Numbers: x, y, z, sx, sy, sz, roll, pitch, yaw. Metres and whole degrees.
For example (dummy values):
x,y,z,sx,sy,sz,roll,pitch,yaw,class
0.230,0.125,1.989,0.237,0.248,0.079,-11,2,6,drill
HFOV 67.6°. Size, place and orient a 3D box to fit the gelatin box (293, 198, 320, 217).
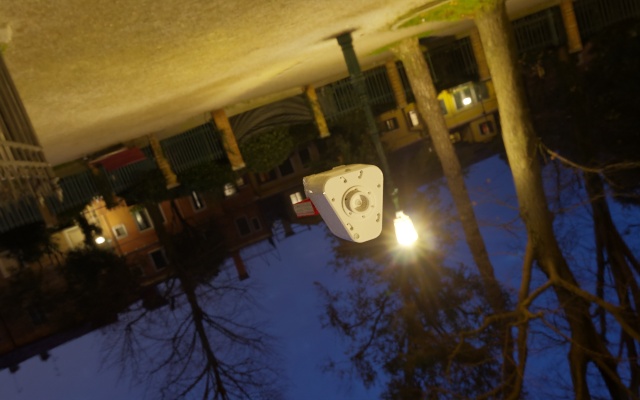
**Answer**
x,y,z,sx,sy,sz,roll,pitch,yaw,class
0.000,0.003,0.872,0.073,0.030,0.089,-22,4,-24,gelatin box
